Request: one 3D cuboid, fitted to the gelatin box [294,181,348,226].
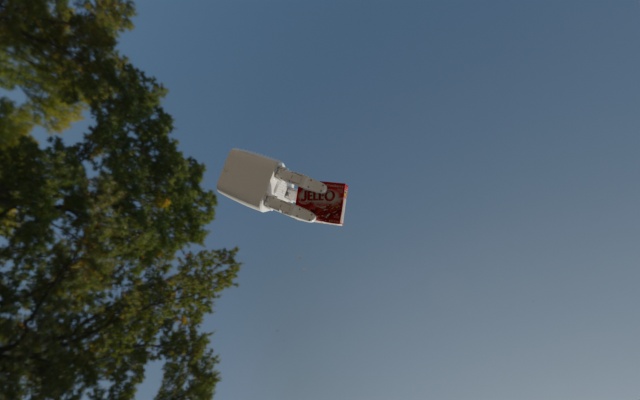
[{"bbox_3d":[0.001,0.003,0.854,0.089,0.073,0.030,7,-6,16],"label":"gelatin box"}]
